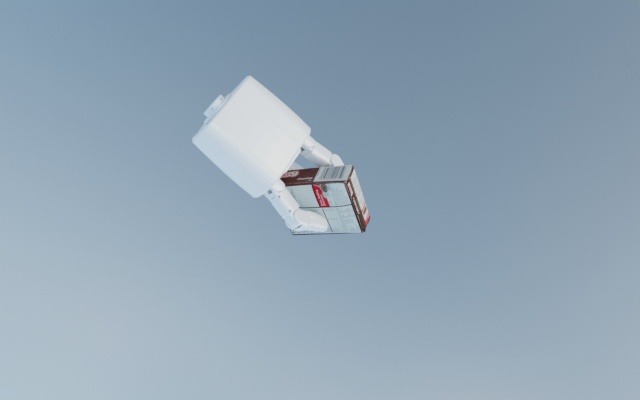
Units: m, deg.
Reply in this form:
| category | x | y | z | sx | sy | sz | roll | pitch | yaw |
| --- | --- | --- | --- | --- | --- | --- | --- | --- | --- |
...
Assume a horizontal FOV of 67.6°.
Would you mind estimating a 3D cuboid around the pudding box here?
| category | x | y | z | sx | sy | sz | roll | pitch | yaw |
| --- | --- | --- | --- | --- | --- | --- | --- | --- | --- |
| pudding box | 0.000 | 0.002 | 0.637 | 0.113 | 0.090 | 0.039 | -2 | 39 | 27 |
